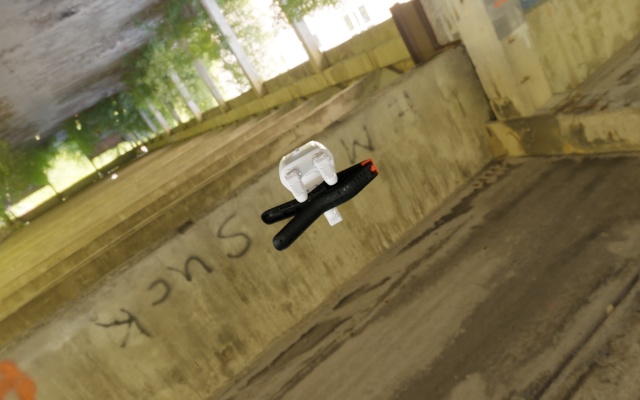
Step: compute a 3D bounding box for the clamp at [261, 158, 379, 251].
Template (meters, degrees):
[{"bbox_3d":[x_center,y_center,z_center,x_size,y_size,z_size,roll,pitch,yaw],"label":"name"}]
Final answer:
[{"bbox_3d":[0.001,0.003,0.750,0.210,0.036,0.164,-30,19,2],"label":"clamp"}]
